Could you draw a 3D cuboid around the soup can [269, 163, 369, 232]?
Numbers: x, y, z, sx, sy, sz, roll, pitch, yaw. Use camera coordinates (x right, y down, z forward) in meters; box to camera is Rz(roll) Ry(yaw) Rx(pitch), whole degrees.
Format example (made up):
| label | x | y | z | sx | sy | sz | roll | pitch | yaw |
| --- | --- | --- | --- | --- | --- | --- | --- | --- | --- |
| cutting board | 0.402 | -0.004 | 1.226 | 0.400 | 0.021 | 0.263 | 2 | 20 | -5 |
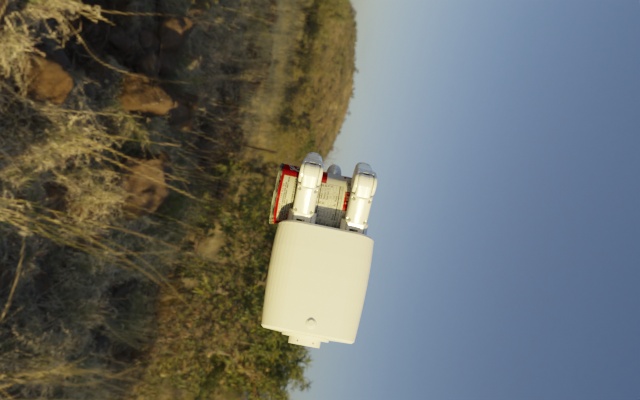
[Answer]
| label | x | y | z | sx | sy | sz | roll | pitch | yaw |
| --- | --- | --- | --- | --- | --- | --- | --- | --- | --- |
| soup can | 0.000 | 0.001 | 0.526 | 0.102 | 0.068 | 0.068 | 11 | -1 | -2 |
